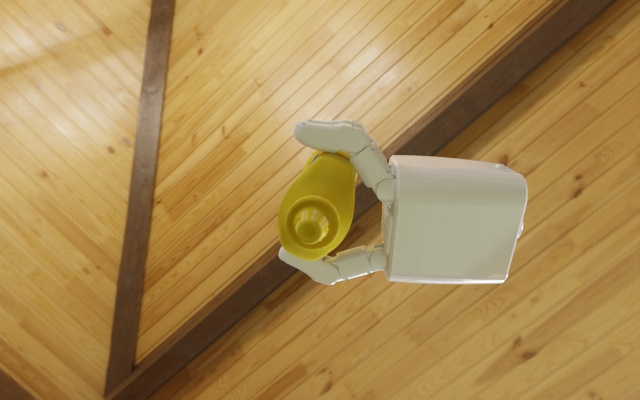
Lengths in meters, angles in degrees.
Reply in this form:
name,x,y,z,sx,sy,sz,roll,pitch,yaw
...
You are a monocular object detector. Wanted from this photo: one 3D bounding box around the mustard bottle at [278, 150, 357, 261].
name,x,y,z,sx,sy,sz,roll,pitch,yaw
mustard bottle,0.000,0.001,0.426,0.058,0.096,0.191,25,14,-2
